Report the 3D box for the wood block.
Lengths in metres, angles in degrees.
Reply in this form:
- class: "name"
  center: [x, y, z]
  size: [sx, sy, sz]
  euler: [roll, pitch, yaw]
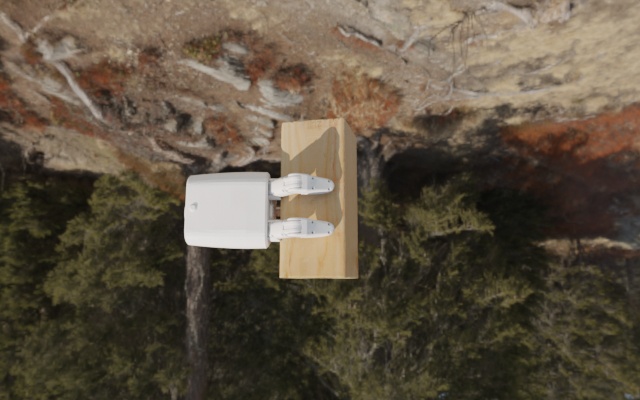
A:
- class: "wood block"
  center: [0.000, 0.002, 0.654]
  size: [0.090, 0.206, 0.091]
  euler: [-2, -10, 14]
